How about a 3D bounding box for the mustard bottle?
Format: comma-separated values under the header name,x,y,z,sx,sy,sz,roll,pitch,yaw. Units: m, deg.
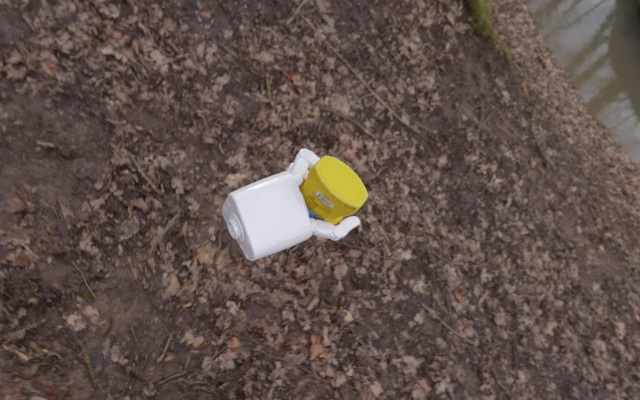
name,x,y,z,sx,sy,sz,roll,pitch,yaw
mustard bottle,0.000,0.002,0.801,0.058,0.096,0.192,-49,2,-29
